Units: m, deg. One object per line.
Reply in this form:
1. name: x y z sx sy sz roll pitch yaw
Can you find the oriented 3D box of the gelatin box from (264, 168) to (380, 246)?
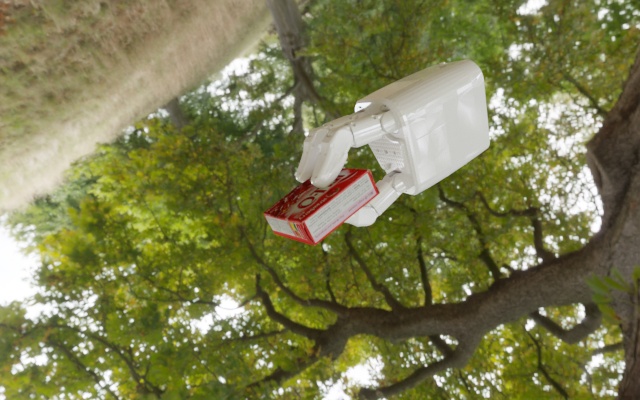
1. gelatin box: 0.000 0.002 0.457 0.089 0.030 0.073 -38 25 -25
